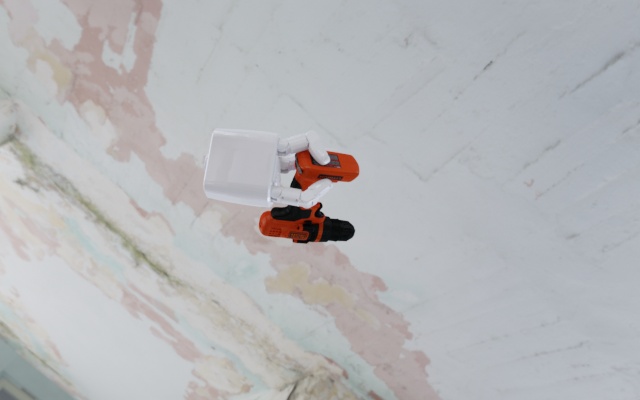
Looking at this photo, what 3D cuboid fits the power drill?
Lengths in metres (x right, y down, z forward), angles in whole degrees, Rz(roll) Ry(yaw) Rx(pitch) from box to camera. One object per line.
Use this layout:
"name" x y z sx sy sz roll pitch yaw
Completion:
"power drill" 0.000 0.002 0.833 0.184 0.188 0.057 5 41 -22
